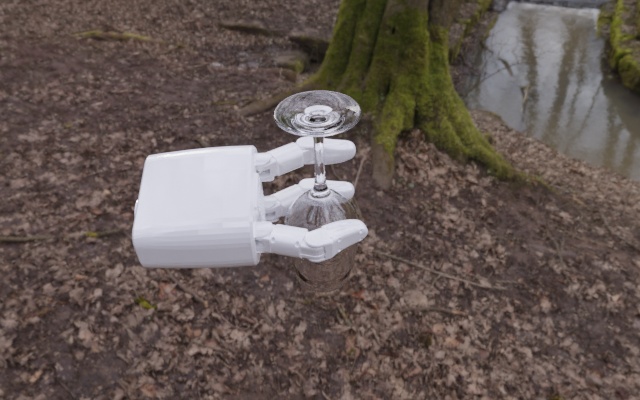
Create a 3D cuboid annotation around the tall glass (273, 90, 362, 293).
[{"bbox_3d":[0.000,0.001,0.463,0.079,0.201,0.079,-1,40,1],"label":"tall glass"}]
